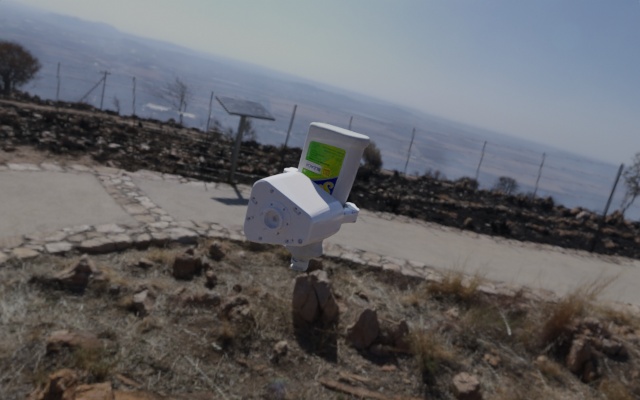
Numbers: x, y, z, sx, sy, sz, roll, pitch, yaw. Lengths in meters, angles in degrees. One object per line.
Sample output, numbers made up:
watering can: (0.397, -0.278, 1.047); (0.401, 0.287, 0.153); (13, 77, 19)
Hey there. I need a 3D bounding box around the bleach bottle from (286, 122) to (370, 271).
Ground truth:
bleach bottle: (0.000, 0.003, 0.802); (0.102, 0.251, 0.068); (20, 15, 22)
